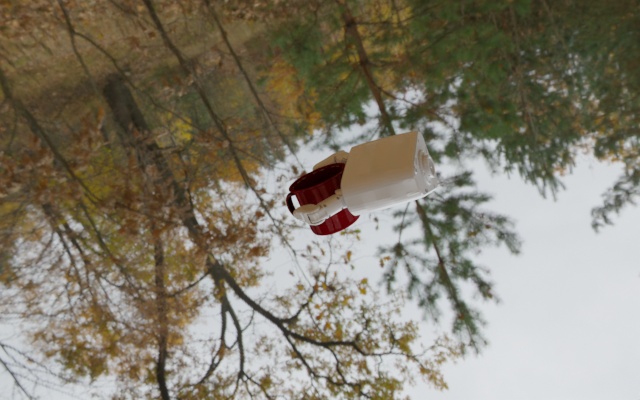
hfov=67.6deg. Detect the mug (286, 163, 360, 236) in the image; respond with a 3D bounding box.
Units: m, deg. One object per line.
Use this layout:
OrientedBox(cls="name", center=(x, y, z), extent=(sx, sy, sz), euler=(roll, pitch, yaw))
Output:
OrientedBox(cls="mug", center=(-0.001, 0.003, 0.725), extent=(0.117, 0.081, 0.093), euler=(-15, 19, 28))
